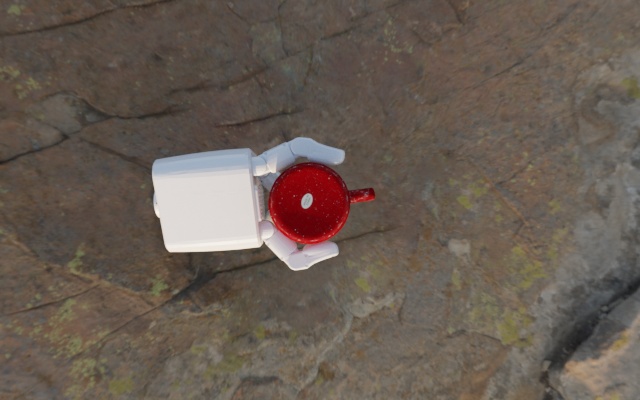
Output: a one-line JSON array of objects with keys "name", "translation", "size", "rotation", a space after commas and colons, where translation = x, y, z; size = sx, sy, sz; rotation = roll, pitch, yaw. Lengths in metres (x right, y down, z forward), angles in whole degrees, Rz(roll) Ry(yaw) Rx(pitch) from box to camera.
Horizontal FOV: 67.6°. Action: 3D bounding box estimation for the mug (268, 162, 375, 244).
[{"name": "mug", "translation": [0.002, 0.002, 0.506], "size": [0.117, 0.093, 0.081], "rotation": [-6, 0, -2]}]
